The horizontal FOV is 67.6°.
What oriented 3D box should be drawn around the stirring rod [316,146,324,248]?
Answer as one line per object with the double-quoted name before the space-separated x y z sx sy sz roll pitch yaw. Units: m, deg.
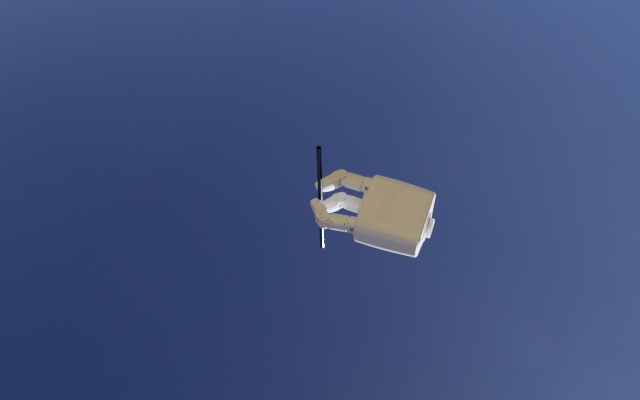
"stirring rod" 0.000 0.003 0.822 0.011 0.011 0.240 -1 -45 1
